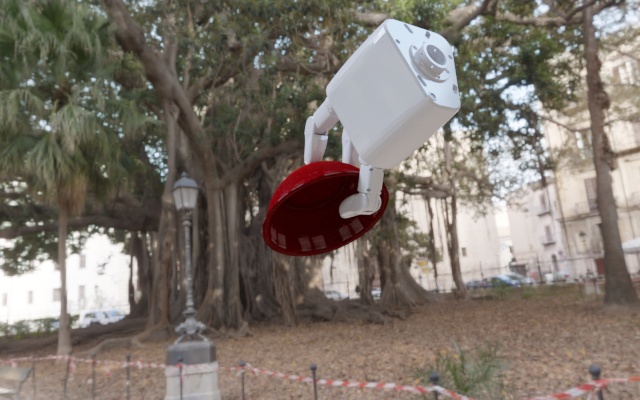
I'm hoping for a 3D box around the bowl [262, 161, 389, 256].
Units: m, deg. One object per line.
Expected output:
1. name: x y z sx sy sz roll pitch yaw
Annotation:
1. bowl: -0.001 0.002 0.594 0.162 0.055 0.162 -15 -36 -11
